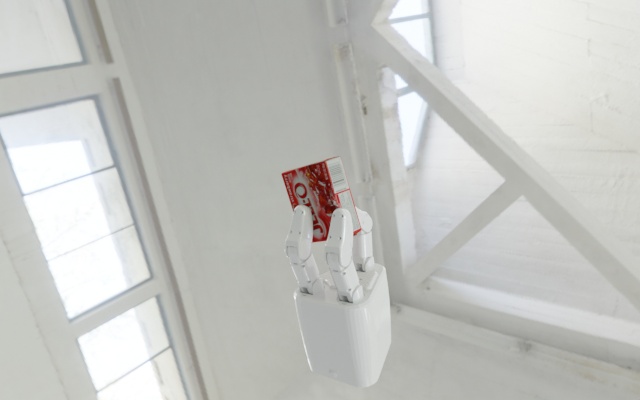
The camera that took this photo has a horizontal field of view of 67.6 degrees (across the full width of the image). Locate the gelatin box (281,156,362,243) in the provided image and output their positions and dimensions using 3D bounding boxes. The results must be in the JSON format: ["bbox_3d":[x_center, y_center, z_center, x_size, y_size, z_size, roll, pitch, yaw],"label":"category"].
[{"bbox_3d":[0.000,0.001,0.539,0.073,0.089,0.030,-12,6,44],"label":"gelatin box"}]
